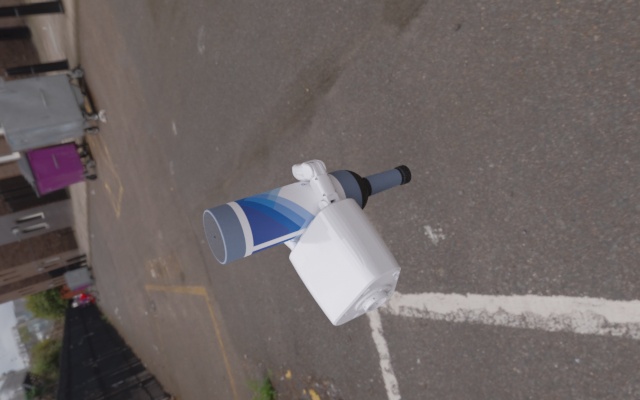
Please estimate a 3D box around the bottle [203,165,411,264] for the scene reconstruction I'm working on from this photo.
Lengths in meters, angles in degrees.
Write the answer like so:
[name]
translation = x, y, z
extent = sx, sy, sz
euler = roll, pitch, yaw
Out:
[bottle]
translation = 0.000, 0.002, 0.621
extent = 0.295, 0.069, 0.069
euler = -18, 9, -29
